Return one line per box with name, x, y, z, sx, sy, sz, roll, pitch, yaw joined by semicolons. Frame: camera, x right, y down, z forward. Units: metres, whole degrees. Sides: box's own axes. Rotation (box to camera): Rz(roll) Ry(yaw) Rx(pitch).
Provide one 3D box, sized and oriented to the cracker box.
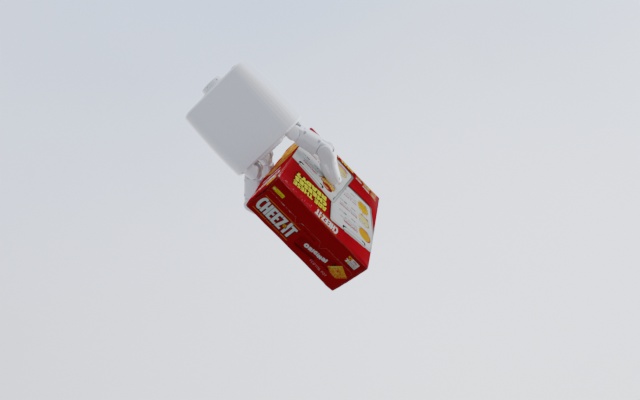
cracker box;0.000;0.002;0.682;0.072;0.164;0.213;-39;12;24
